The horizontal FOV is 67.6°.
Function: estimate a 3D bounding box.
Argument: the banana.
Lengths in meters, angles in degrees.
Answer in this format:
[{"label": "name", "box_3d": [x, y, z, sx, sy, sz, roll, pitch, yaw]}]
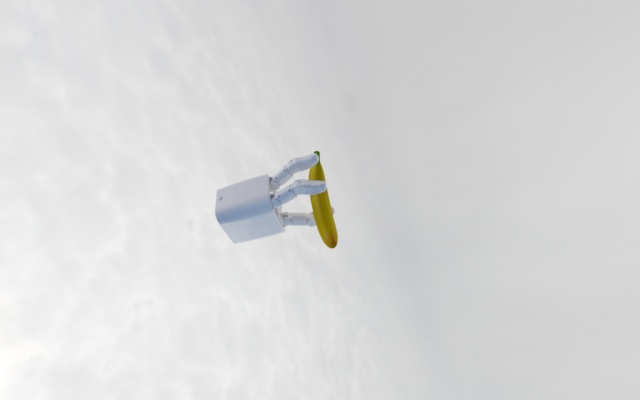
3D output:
[{"label": "banana", "box_3d": [0.001, 0.008, 0.883, 0.037, 0.197, 0.070, -12, -27, 0]}]
